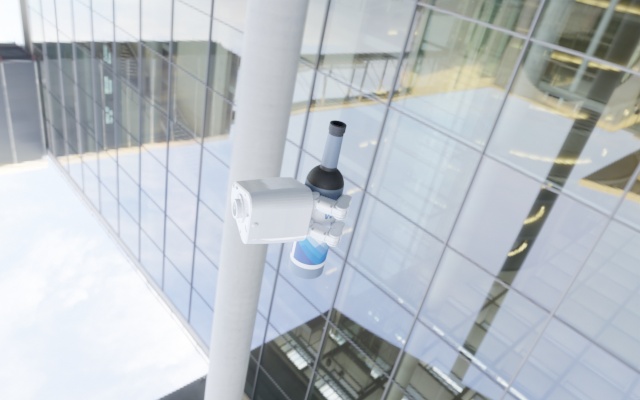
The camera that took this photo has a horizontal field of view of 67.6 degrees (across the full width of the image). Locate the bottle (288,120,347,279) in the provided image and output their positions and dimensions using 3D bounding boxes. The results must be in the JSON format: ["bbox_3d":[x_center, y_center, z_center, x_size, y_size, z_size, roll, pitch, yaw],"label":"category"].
[{"bbox_3d":[0.000,0.003,0.826,0.069,0.296,0.069,9,30,-6],"label":"bottle"}]
